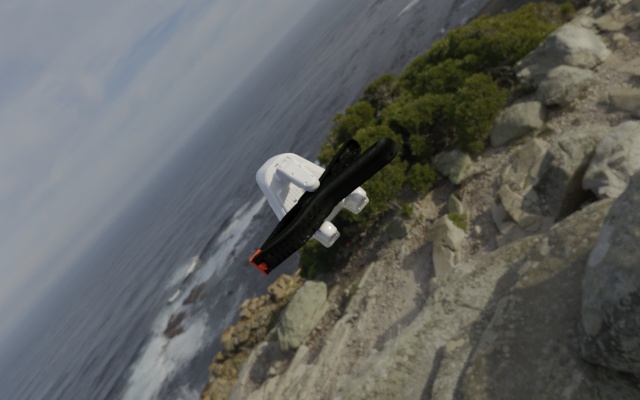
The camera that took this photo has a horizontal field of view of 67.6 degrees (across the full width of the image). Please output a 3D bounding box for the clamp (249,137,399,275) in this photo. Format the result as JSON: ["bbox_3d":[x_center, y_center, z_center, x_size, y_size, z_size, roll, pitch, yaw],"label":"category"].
[{"bbox_3d":[-0.001,0.002,0.551,0.036,0.210,0.164,43,-9,-11],"label":"clamp"}]
